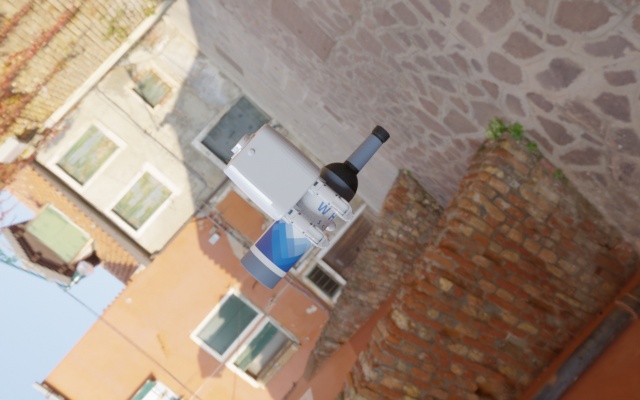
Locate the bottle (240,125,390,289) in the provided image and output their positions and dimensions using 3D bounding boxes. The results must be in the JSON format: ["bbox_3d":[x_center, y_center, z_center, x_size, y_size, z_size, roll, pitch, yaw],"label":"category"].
[{"bbox_3d":[0.000,0.003,0.730,0.069,0.295,0.069,41,-3,3],"label":"bottle"}]
